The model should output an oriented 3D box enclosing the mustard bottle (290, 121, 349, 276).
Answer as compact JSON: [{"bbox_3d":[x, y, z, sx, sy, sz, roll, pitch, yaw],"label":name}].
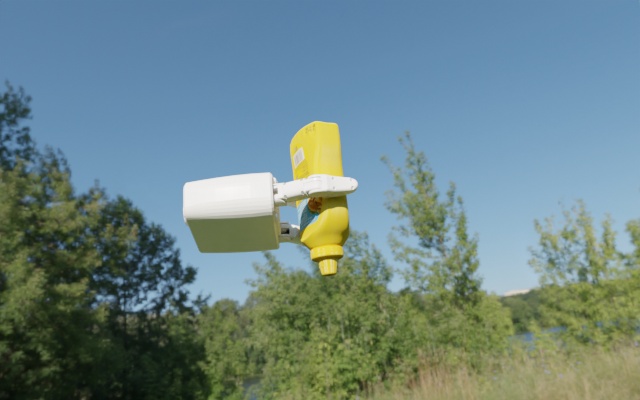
[{"bbox_3d":[0.000,0.002,0.619,0.058,0.191,0.096,3,-21,-26],"label":"mustard bottle"}]
